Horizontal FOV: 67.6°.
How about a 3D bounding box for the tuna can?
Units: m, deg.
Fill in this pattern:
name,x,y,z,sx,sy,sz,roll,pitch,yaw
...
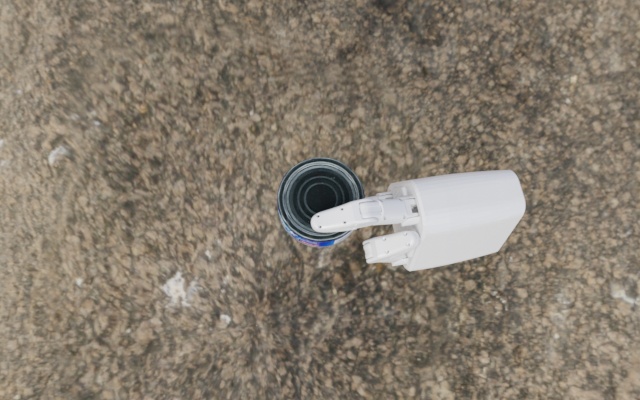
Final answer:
name,x,y,z,sx,sy,sz,roll,pitch,yaw
tuna can,0.000,0.001,0.469,0.086,0.086,0.034,0,-14,-2
